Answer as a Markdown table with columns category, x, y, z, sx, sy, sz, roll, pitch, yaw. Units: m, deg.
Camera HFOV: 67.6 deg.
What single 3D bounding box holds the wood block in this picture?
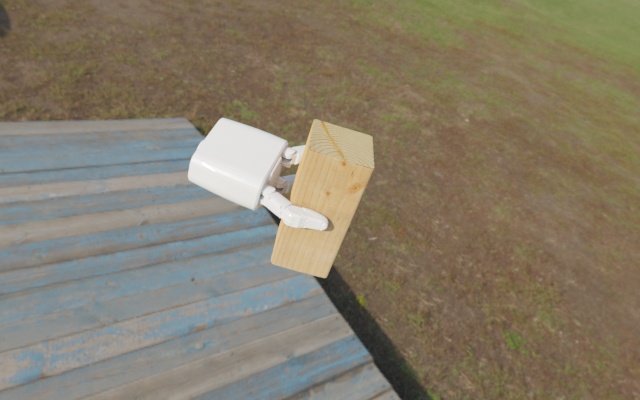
| category | x | y | z | sx | sy | sz | roll | pitch | yaw |
| --- | --- | --- | --- | --- | --- | --- | --- | --- | --- |
| wood block | 0.000 | 0.002 | 0.694 | 0.090 | 0.206 | 0.090 | 16 | 35 | -6 |
